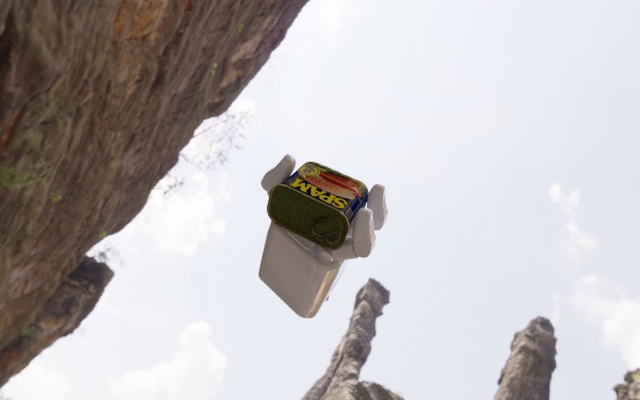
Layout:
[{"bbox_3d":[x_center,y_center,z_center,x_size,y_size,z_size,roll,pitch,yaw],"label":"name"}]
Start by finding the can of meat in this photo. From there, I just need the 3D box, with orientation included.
[{"bbox_3d":[0.000,0.002,0.579,0.102,0.057,0.084,25,35,12],"label":"can of meat"}]
